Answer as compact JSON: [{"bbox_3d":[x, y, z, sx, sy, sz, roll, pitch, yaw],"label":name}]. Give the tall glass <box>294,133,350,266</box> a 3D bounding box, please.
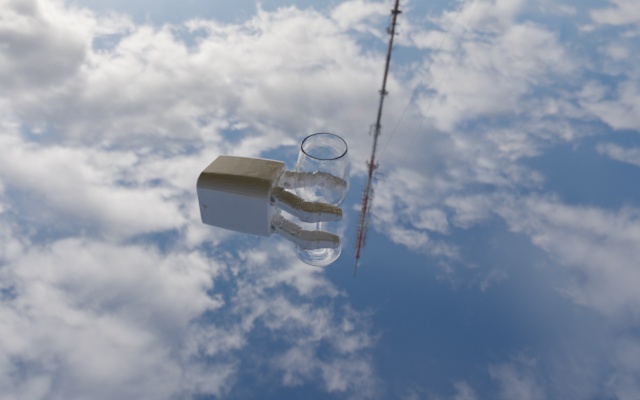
[{"bbox_3d":[0.000,0.003,0.692,0.079,0.201,0.079,2,42,-2],"label":"tall glass"}]
